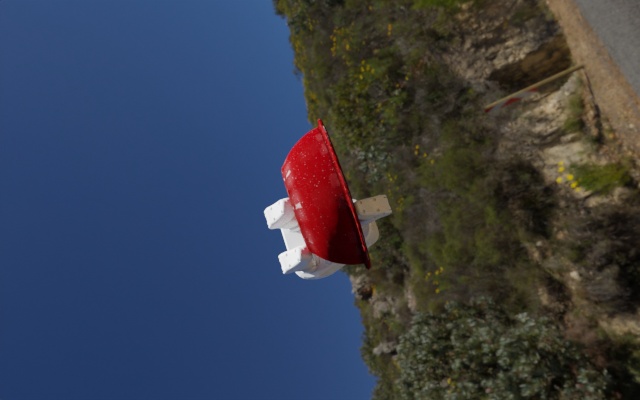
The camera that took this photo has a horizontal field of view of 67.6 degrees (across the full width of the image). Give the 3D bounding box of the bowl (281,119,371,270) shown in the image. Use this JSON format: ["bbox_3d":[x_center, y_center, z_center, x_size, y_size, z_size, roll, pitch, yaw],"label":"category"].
[{"bbox_3d":[-0.001,0.001,0.490,0.055,0.162,0.162,-18,0,-1],"label":"bowl"}]
